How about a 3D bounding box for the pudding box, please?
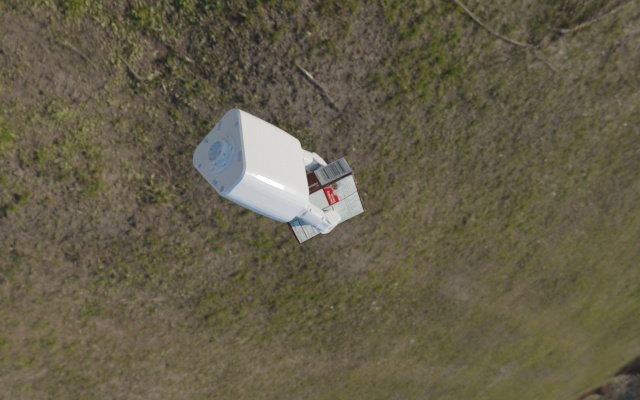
[{"bbox_3d":[0.000,0.002,0.674,0.113,0.039,0.090,-25,-41,-2],"label":"pudding box"}]
